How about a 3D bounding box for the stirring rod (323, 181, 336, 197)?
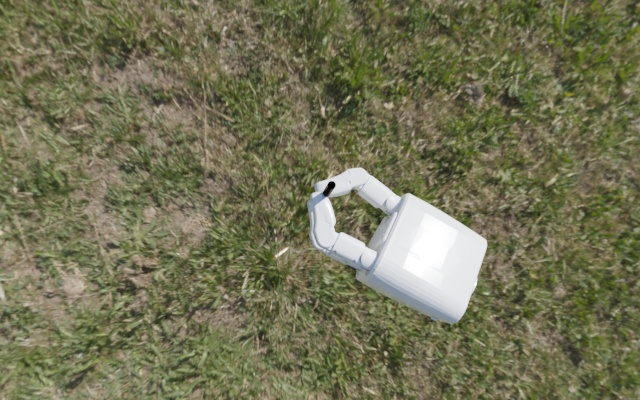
[{"bbox_3d":[0.000,0.002,0.571,0.011,0.011,0.239,0,-8,-5],"label":"stirring rod"}]
